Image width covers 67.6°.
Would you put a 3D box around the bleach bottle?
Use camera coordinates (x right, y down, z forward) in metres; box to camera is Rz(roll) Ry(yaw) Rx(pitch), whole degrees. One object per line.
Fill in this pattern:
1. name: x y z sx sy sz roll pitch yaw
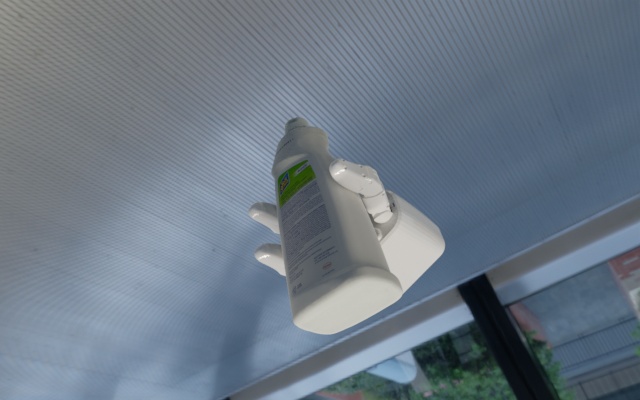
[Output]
1. bleach bottle: 0.000 0.002 0.495 0.102 0.250 0.068 -36 -43 26
